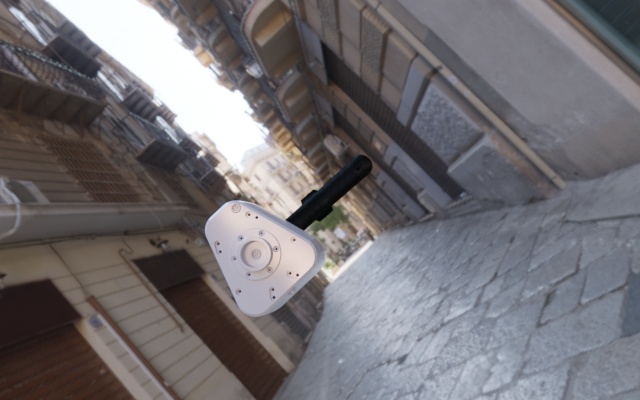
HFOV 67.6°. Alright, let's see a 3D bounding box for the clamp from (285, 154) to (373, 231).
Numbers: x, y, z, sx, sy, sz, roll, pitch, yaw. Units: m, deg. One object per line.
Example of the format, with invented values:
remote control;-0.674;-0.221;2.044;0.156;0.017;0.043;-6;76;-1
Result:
clamp;0.000;0.002;0.576;0.171;0.039;0.120;-44;-6;-2
